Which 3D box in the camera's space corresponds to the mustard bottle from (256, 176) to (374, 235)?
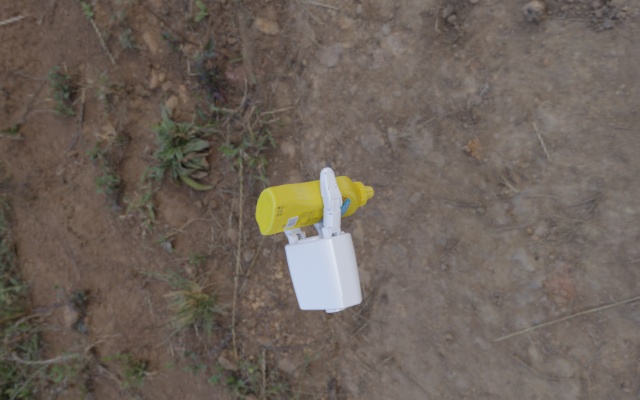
[{"bbox_3d":[0.000,0.002,0.747,0.191,0.058,0.096,-11,-28,-26],"label":"mustard bottle"}]
